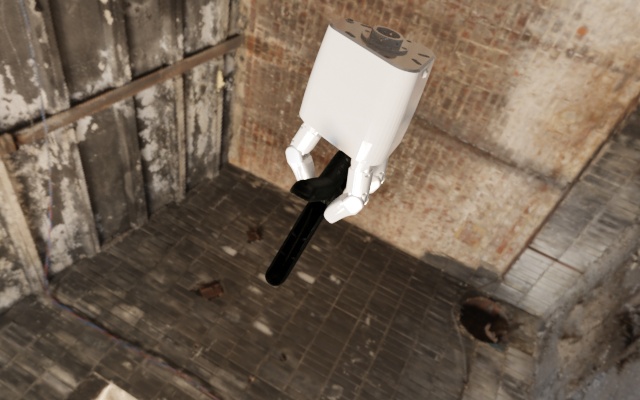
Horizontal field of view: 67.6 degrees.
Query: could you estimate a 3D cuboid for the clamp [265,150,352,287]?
[{"bbox_3d":[0.000,0.001,0.585,0.036,0.165,0.210,30,38,9],"label":"clamp"}]
